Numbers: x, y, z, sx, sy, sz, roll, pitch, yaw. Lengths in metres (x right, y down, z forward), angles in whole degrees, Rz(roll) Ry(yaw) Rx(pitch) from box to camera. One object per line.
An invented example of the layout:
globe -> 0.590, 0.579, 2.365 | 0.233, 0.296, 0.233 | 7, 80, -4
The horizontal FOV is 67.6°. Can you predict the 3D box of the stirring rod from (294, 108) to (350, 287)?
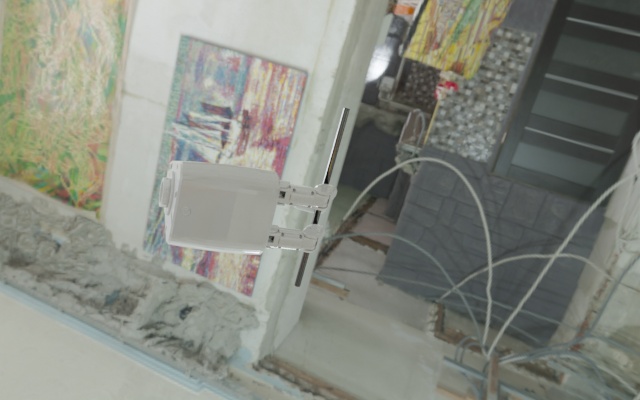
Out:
stirring rod -> 0.000, 0.002, 0.600 | 0.011, 0.239, 0.011 | 14, 17, -4
